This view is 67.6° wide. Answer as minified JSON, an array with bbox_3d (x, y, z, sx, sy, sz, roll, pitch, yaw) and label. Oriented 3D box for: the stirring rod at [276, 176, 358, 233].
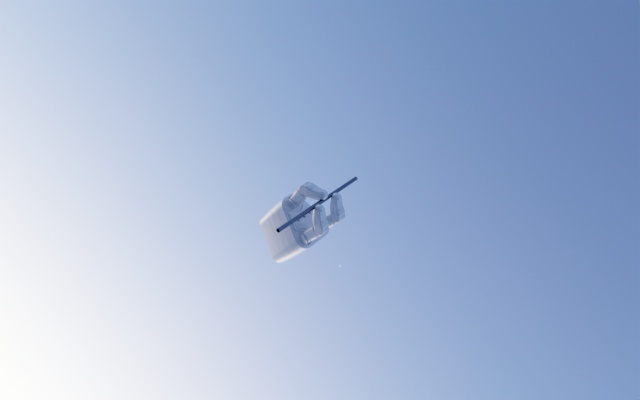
[{"bbox_3d":[0.000,0.003,0.892,0.011,0.011,0.239,0,24,41],"label":"stirring rod"}]
